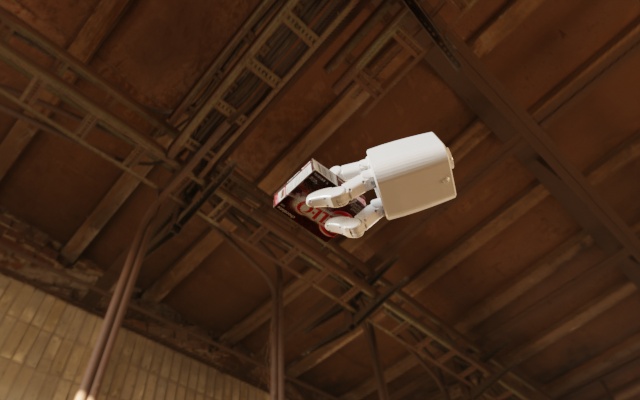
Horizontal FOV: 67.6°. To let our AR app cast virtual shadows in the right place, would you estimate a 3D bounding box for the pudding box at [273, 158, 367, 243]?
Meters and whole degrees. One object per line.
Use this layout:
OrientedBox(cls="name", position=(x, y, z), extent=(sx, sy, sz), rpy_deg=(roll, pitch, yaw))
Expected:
OrientedBox(cls="pudding box", position=(0.000, 0.002, 0.715), extent=(0.113, 0.090, 0.039), rpy_deg=(36, 26, -26))
